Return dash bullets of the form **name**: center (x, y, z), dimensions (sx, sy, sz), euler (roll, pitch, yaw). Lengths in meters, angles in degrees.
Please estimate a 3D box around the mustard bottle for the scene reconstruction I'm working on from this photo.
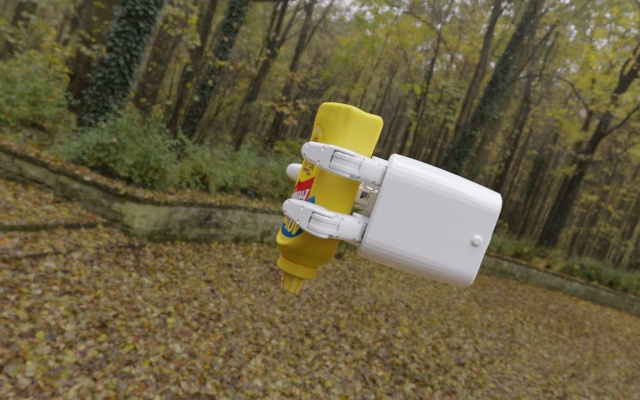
- **mustard bottle**: center (0.000, 0.001, 0.478), dimensions (0.058, 0.191, 0.096), euler (17, 6, -21)
